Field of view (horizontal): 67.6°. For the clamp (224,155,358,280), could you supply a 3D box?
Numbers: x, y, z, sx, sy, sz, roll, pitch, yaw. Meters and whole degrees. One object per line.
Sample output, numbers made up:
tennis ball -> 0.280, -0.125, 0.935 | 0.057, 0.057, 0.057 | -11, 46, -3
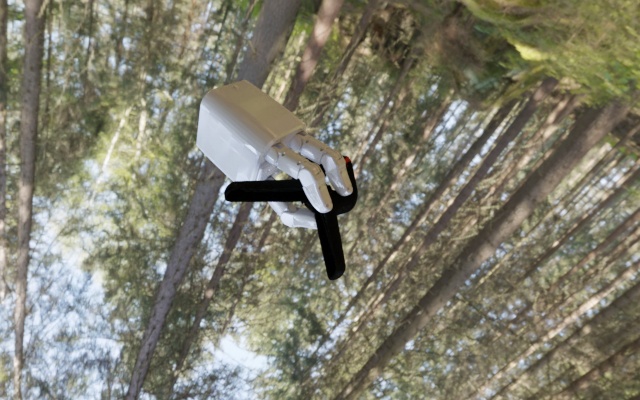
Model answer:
clamp -> 0.000, 0.002, 0.607 | 0.210, 0.164, 0.036 | -38, -13, -51
